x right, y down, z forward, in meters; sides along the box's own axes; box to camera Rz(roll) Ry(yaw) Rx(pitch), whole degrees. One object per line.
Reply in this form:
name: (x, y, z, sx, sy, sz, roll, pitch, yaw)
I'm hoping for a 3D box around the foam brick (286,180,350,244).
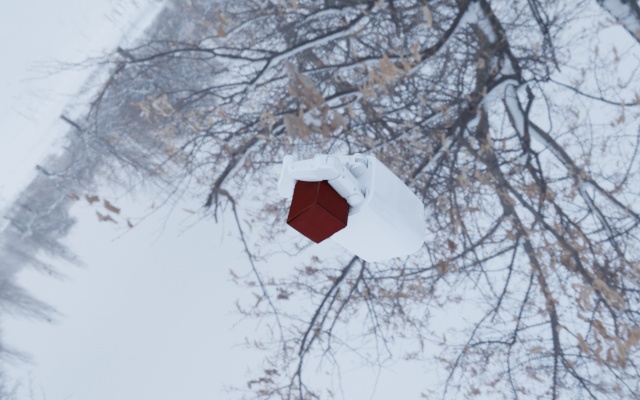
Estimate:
foam brick: (0.000, 0.002, 0.569, 0.051, 0.078, 0.053, 38, -52, -25)
